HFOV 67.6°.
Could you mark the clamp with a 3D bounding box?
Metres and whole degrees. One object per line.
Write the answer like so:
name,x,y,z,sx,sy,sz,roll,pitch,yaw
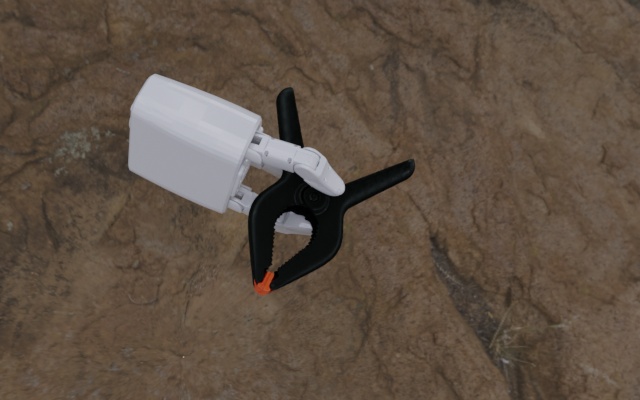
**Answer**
clamp,0.000,0.002,0.475,0.164,0.210,0.036,23,-22,-5
